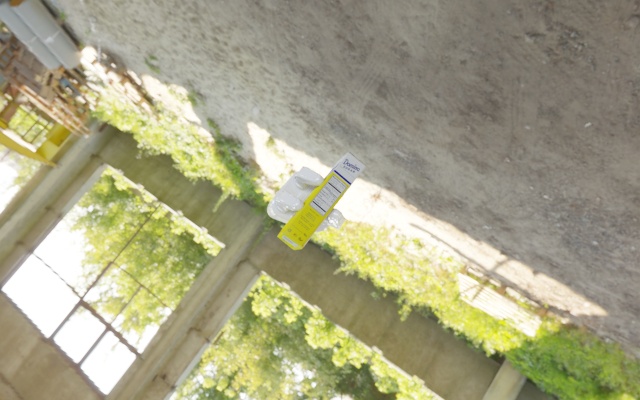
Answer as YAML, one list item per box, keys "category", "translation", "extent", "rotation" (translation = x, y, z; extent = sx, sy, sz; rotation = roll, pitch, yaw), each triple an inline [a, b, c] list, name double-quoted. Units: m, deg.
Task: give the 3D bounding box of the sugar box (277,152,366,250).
- category: "sugar box"
  translation: [0.000, 0.002, 0.812]
  extent: [0.048, 0.176, 0.093]
  rotation: [37, -13, -5]
